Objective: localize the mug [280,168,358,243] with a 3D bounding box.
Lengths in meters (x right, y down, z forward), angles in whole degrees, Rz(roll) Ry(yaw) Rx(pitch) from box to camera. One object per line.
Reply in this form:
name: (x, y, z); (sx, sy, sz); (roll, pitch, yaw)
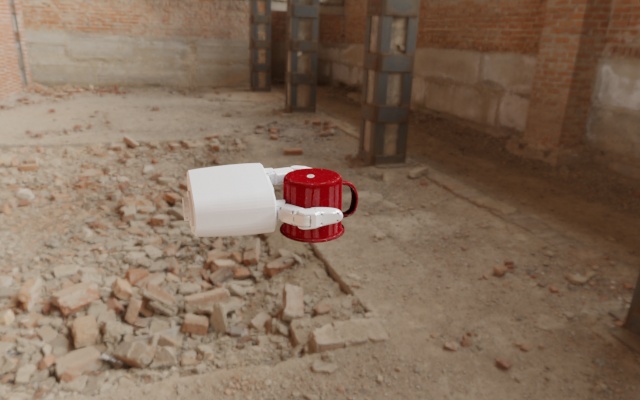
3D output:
mug: (0.001, 0.002, 0.671); (0.117, 0.081, 0.093); (-7, 21, -20)
